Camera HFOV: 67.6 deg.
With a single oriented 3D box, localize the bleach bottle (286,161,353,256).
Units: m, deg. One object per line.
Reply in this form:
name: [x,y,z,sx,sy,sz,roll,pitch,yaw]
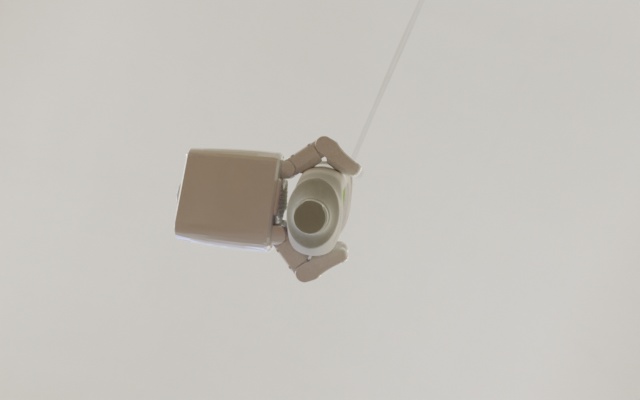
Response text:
bleach bottle: [0.000,0.002,0.533,0.068,0.102,0.251,5,2,4]
